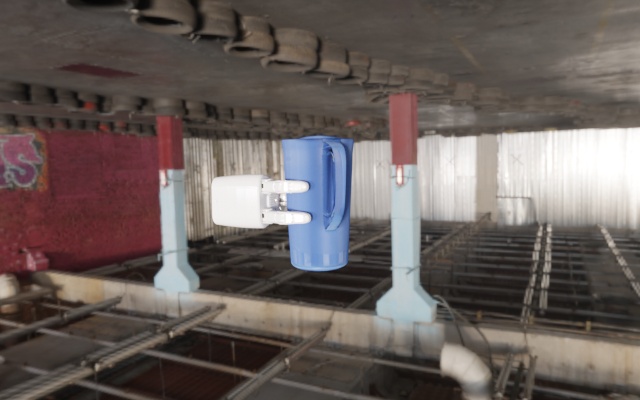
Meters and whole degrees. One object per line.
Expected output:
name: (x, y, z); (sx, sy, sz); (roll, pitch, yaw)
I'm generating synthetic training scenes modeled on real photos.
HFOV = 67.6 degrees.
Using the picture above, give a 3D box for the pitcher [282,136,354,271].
pitcher: (0.000, 0.003, 0.878); (0.145, 0.243, 0.149); (1, 5, 23)
